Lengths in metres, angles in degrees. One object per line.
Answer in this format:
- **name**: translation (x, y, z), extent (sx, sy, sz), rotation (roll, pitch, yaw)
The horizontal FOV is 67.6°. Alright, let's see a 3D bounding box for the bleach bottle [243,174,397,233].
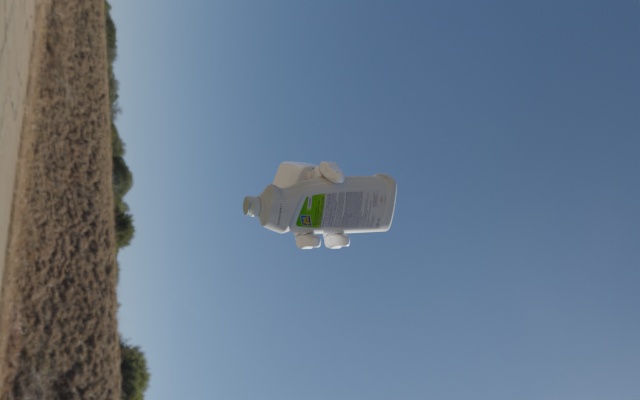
- **bleach bottle**: translation (0.000, 0.003, 0.774), extent (0.251, 0.102, 0.068), rotation (1, 11, -27)
